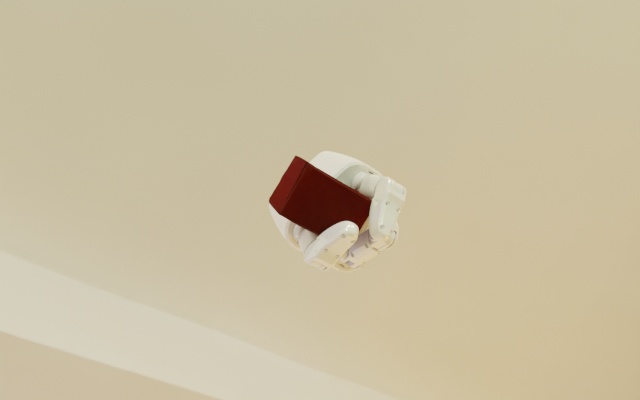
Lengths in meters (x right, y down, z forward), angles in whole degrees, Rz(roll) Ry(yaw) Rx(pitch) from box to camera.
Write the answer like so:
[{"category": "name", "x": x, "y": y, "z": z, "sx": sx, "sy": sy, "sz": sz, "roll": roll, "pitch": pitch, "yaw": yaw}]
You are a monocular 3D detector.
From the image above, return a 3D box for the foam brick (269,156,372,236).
[{"category": "foam brick", "x": 0.000, "y": 0.001, "z": 0.441, "sx": 0.078, "sy": 0.053, "sz": 0.051, "roll": 30, "pitch": 4, "yaw": -22}]
